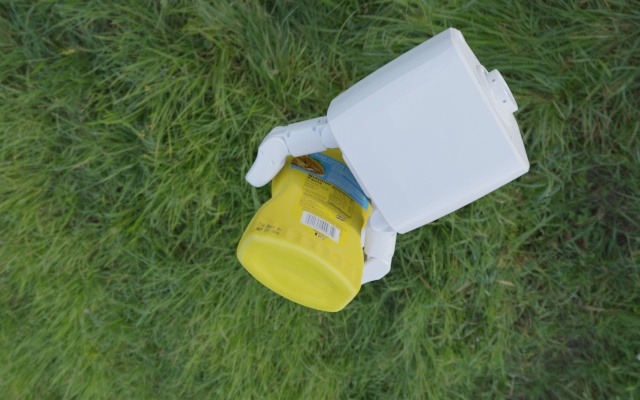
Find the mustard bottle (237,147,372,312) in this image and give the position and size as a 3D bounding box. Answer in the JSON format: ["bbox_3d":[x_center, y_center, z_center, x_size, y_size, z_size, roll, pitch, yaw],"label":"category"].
[{"bbox_3d":[0.000,0.002,0.426,0.096,0.058,0.191,29,37,-8],"label":"mustard bottle"}]
